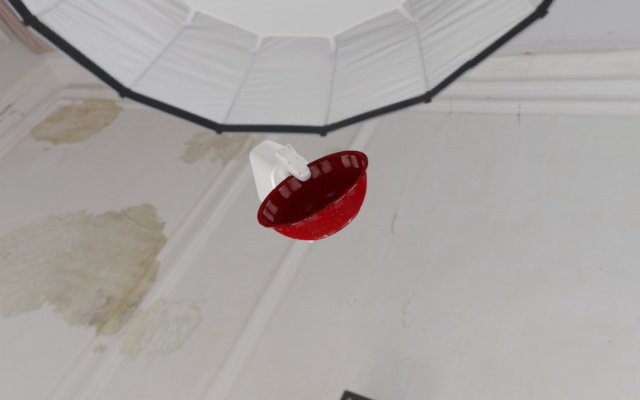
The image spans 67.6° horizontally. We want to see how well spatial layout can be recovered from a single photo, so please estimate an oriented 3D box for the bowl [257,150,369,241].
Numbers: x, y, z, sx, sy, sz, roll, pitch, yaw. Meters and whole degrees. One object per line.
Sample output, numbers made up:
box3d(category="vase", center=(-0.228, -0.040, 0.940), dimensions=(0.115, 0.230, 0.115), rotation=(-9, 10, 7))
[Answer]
box3d(category="bowl", center=(0.001, 0.003, 0.619), dimensions=(0.162, 0.055, 0.162), rotation=(-26, 24, 12))
